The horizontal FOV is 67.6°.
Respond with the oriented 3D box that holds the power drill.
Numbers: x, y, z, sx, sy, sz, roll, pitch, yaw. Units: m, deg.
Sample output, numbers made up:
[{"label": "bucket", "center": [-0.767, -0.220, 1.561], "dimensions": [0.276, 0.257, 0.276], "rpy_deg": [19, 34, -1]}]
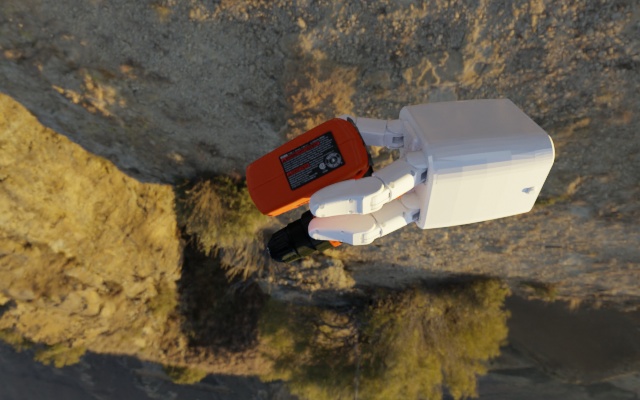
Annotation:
[{"label": "power drill", "center": [0.000, 0.001, 0.480], "dimensions": [0.184, 0.057, 0.188], "rpy_deg": [-29, -21, 9]}]
